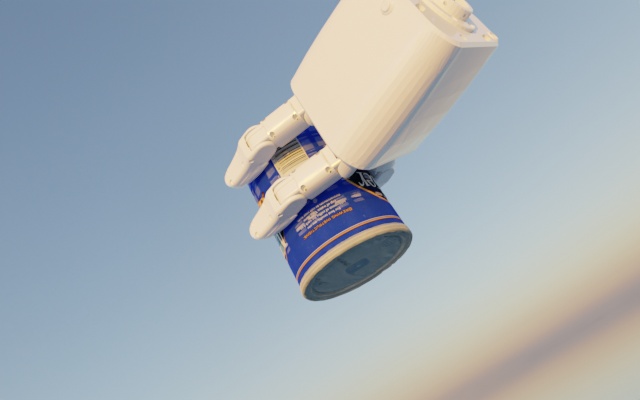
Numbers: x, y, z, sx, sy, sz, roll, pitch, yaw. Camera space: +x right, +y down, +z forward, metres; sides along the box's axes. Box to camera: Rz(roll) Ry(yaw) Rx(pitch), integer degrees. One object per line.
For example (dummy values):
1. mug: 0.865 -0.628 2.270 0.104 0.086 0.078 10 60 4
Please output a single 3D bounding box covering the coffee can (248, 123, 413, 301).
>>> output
1. coffee can: 0.000 0.002 0.421 0.103 0.140 0.103 -24 -28 -13
